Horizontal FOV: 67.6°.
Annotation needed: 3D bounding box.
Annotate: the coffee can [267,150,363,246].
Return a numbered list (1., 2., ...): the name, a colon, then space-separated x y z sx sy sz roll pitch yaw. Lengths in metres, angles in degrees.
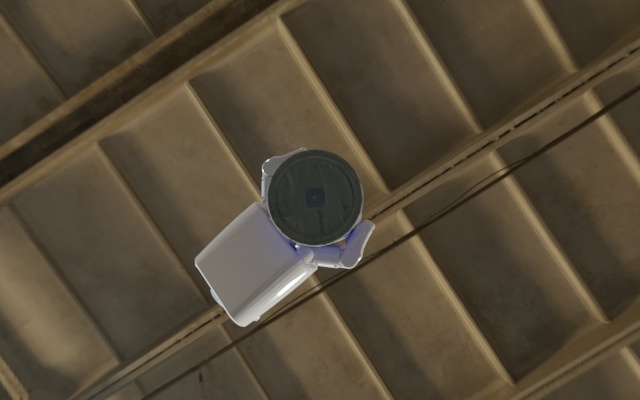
1. coffee can: 0.000 0.002 0.571 0.103 0.103 0.140 0 -4 5
